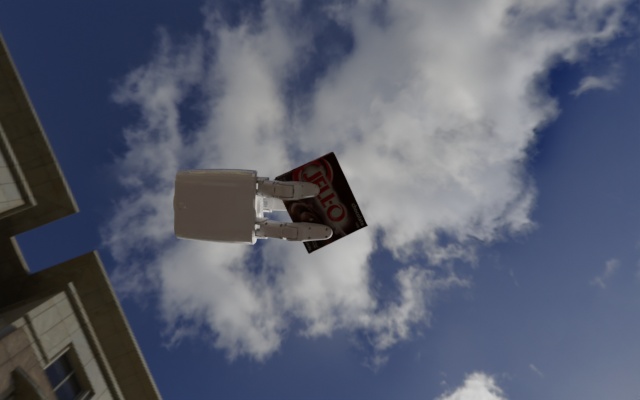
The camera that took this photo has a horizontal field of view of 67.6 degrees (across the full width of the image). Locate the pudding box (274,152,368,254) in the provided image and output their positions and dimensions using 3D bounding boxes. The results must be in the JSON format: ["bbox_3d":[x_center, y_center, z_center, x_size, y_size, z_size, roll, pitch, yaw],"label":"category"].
[{"bbox_3d":[0.000,0.002,0.650,0.090,0.113,0.039,-26,7,1],"label":"pudding box"}]
